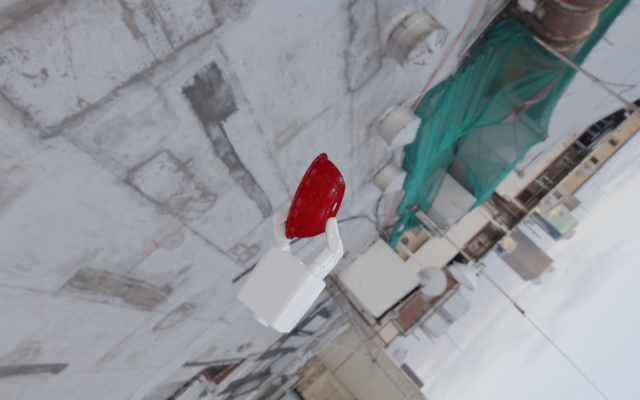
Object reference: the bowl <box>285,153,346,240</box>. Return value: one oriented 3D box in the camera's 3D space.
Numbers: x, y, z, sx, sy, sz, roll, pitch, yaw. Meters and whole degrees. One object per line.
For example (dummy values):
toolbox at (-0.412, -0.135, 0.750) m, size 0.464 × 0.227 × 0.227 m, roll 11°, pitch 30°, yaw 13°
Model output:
bowl at (0.001, 0.002, 0.815) m, size 0.055 × 0.162 × 0.162 m, roll 23°, pitch 5°, yaw 12°
